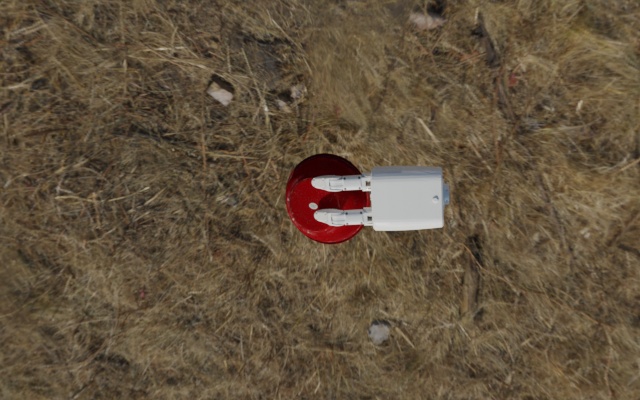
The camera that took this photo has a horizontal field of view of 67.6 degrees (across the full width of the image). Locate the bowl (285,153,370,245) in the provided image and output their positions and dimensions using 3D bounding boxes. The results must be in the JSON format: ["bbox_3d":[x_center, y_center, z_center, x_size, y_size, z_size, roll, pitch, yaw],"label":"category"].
[{"bbox_3d":[-0.001,0.003,0.810,0.162,0.162,0.055,0,10,25],"label":"bowl"}]
